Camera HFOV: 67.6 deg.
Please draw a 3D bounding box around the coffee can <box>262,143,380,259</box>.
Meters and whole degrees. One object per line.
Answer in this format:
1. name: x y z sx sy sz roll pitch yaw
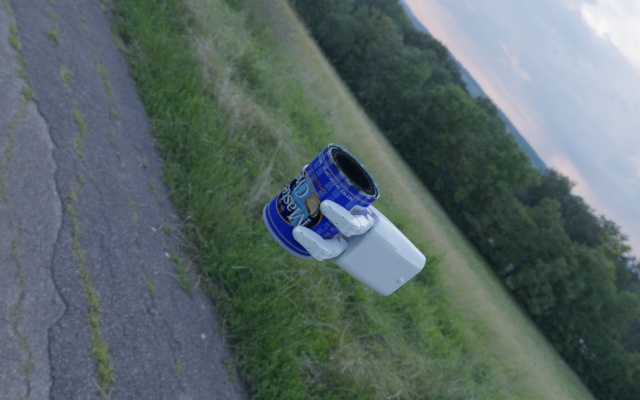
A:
1. coffee can: 0.000 0.002 0.686 0.140 0.102 0.103 -43 -19 22
